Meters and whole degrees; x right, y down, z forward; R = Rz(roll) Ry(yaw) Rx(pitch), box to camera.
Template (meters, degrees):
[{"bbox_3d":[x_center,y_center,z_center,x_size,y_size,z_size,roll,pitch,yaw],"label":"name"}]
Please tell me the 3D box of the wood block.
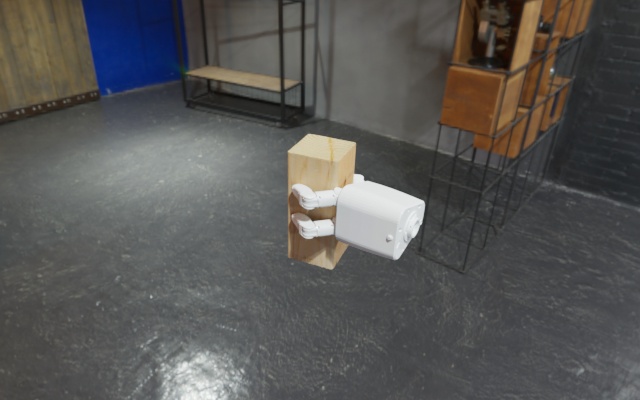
[{"bbox_3d":[0.001,0.003,0.826,0.090,0.206,0.090,13,31,18],"label":"wood block"}]
